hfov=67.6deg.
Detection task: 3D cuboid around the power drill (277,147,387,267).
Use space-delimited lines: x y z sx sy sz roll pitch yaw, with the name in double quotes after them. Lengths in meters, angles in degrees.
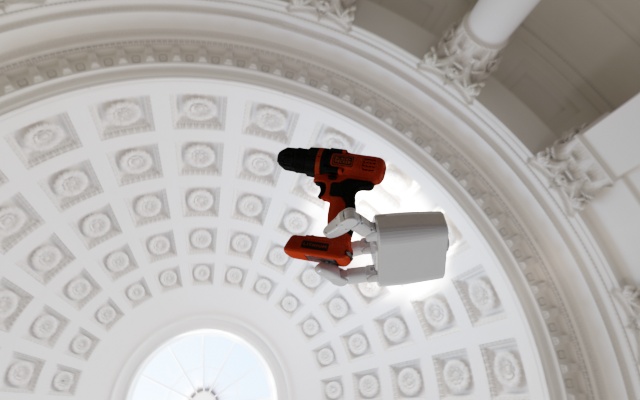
0.000 0.003 0.762 0.184 0.187 0.057 8 -18 17 "power drill"
